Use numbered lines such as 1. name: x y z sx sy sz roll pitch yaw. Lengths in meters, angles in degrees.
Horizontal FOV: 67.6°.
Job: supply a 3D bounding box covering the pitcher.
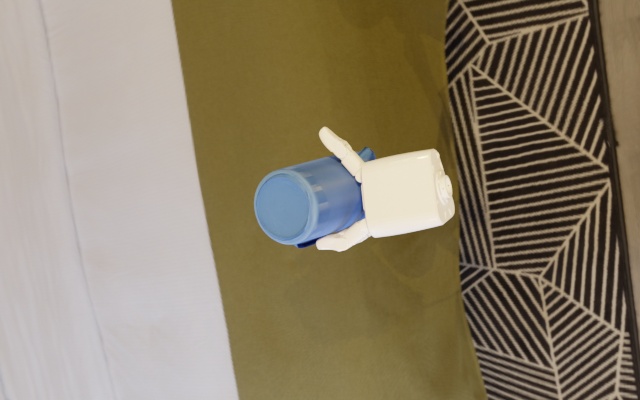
1. pitcher: 0.000 0.002 0.768 0.145 0.149 0.243 -11 3 30
